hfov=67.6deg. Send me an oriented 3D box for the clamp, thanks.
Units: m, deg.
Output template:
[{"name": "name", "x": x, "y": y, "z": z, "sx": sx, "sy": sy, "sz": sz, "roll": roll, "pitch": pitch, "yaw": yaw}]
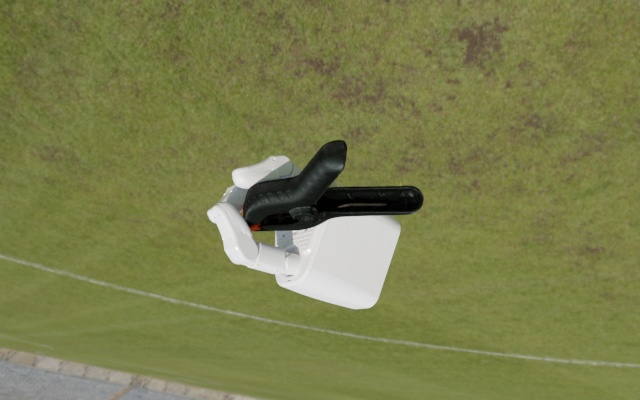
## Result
[{"name": "clamp", "x": 0.000, "y": 0.002, "z": 0.420, "sx": 0.120, "sy": 0.039, "sz": 0.171, "roll": 26, "pitch": -29, "yaw": -34}]
